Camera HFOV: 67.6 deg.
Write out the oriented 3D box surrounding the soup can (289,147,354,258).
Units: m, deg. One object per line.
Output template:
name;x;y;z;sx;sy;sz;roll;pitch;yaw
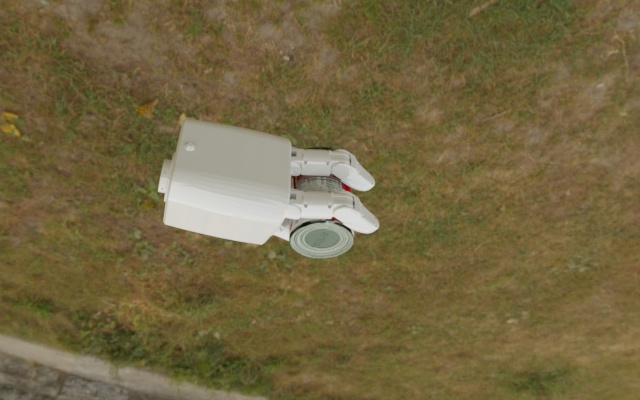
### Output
soup can;0.001;0.002;0.513;0.068;0.102;0.069;-1;-38;-1
